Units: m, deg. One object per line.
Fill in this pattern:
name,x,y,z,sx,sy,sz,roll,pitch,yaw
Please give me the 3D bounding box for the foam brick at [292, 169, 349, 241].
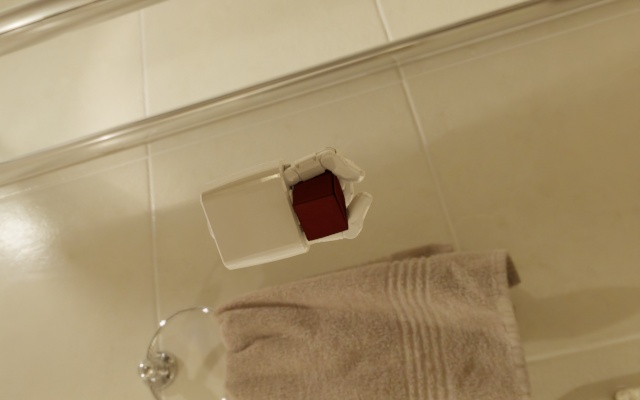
foam brick,0.000,0.002,0.566,0.051,0.053,0.078,-17,28,8
